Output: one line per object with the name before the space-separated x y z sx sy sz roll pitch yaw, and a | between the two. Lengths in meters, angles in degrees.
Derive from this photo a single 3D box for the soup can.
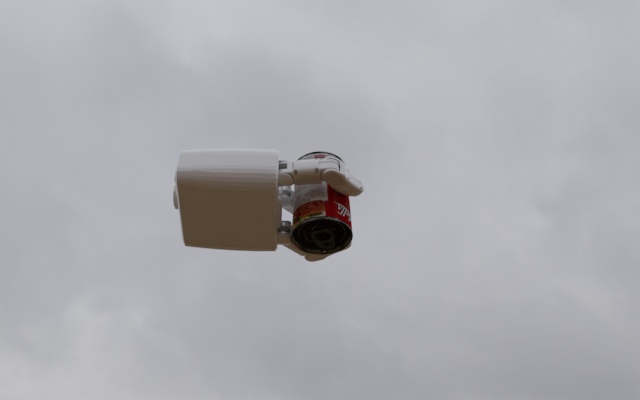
soup can | 0.001 0.002 0.552 0.068 0.102 0.069 -1 -40 -1
